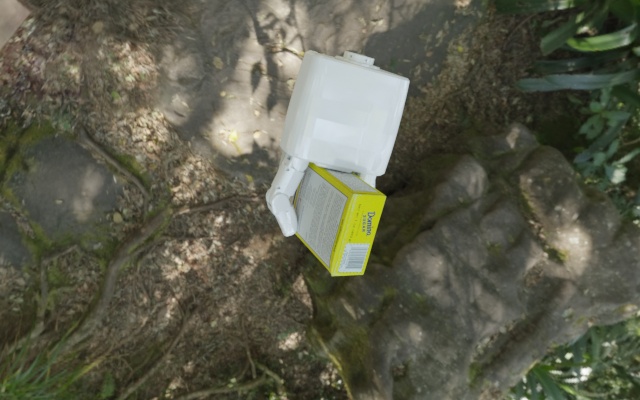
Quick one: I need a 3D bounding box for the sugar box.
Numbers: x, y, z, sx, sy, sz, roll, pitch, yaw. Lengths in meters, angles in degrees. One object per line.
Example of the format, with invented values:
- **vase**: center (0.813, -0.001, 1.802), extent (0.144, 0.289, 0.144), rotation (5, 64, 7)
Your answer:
- **sugar box**: center (0.001, 0.002, 0.543), extent (0.048, 0.093, 0.176), rotation (5, 21, -27)
